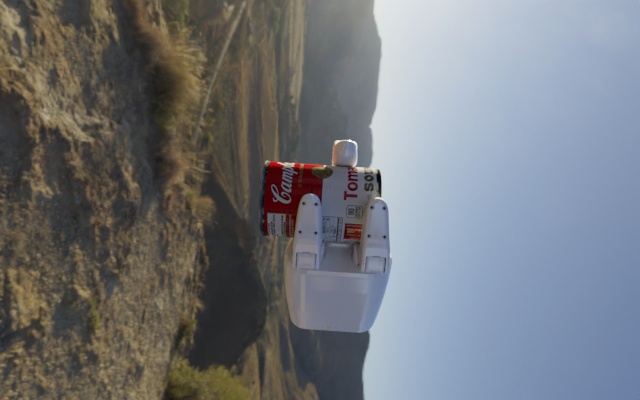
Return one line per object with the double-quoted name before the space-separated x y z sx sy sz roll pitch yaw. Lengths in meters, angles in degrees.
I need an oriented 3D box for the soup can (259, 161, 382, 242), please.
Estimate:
"soup can" 0.000 0.001 0.429 0.102 0.068 0.068 4 0 1
